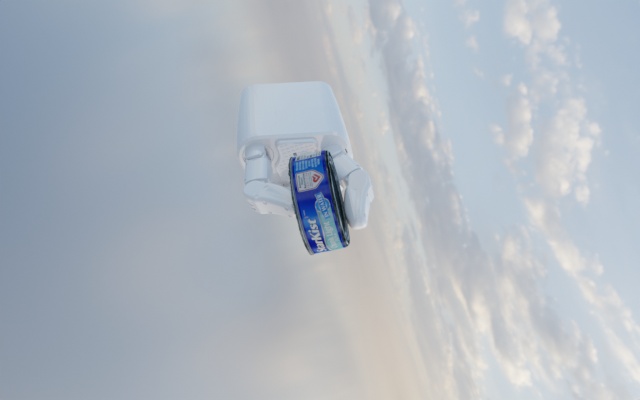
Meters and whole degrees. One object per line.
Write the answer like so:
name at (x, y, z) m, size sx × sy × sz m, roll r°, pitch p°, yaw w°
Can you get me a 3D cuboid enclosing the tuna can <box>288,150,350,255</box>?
tuna can at (0.001, 0.001, 0.406) m, size 0.034 × 0.086 × 0.086 m, roll -12°, pitch -1°, yaw 6°
